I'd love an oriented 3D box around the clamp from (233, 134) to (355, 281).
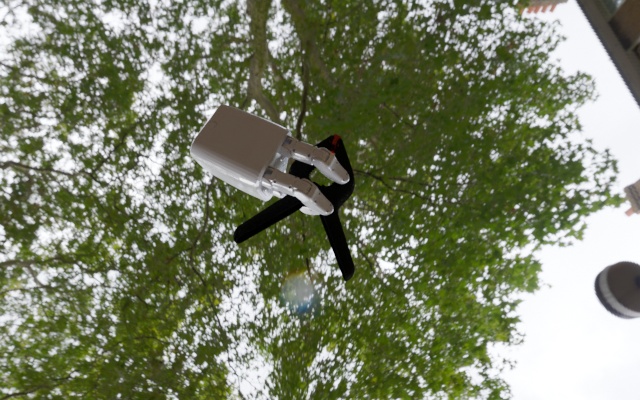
[{"bbox_3d":[0.000,0.002,0.660,0.164,0.210,0.036,25,-26,6],"label":"clamp"}]
